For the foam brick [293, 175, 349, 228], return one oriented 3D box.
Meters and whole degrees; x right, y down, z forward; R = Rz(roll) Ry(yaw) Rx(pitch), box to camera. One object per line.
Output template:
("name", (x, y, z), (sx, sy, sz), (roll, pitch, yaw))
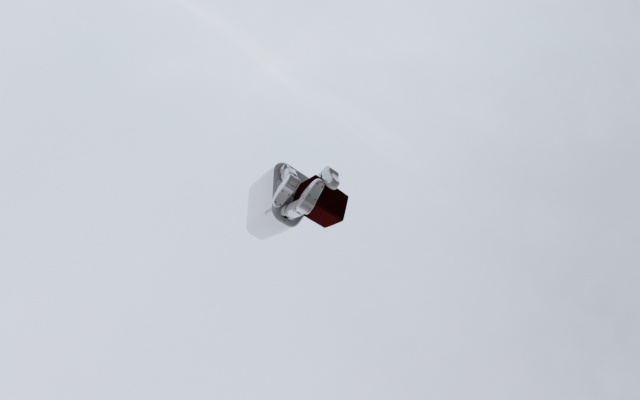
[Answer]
("foam brick", (0.000, 0.003, 0.818), (0.078, 0.053, 0.051), (33, -36, -23))
